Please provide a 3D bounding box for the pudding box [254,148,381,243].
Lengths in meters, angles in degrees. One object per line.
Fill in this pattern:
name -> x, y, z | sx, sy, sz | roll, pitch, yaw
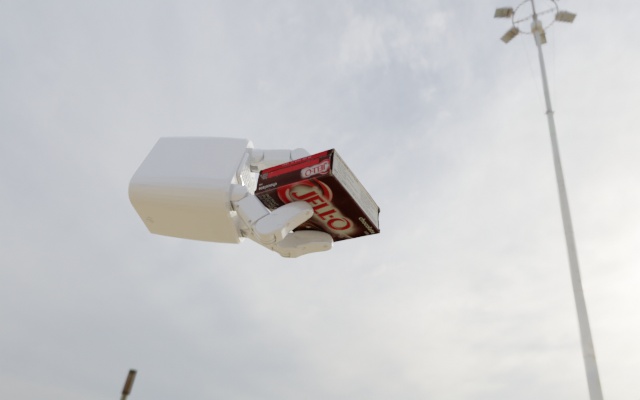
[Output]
pudding box -> 0.000, 0.002, 0.500 | 0.090, 0.039, 0.113 | -13, -38, 28
